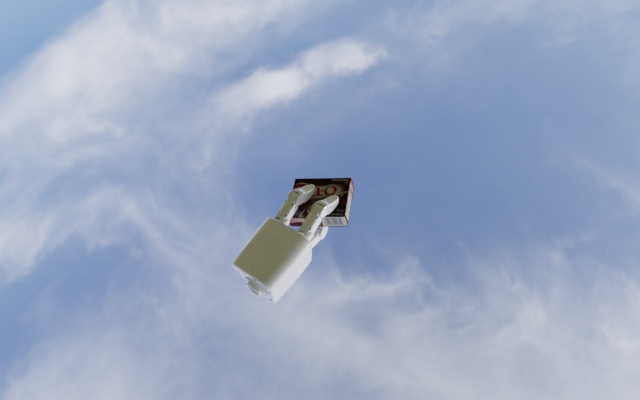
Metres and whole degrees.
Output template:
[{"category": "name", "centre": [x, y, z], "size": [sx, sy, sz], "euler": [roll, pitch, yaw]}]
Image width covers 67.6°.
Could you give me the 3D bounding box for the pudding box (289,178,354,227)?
[{"category": "pudding box", "centre": [0.000, 0.003, 0.880], "size": [0.113, 0.090, 0.039], "euler": [1, -36, 14]}]
